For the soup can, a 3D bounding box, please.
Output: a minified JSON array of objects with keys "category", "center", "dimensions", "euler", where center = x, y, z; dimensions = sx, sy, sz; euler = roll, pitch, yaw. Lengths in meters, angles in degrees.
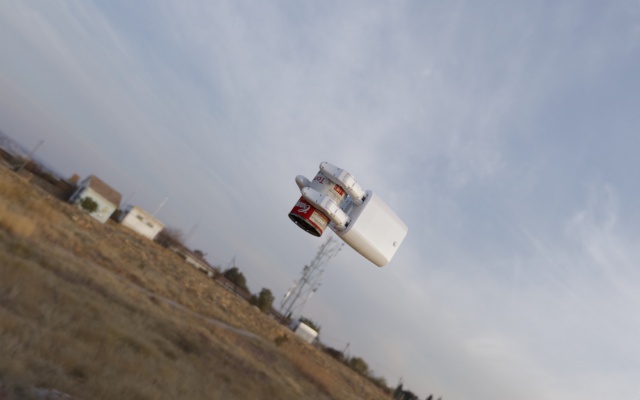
[{"category":"soup can","center":[0.000,0.002,0.822],"dimensions":[0.068,0.102,0.068],"euler":[32,-16,10]}]
